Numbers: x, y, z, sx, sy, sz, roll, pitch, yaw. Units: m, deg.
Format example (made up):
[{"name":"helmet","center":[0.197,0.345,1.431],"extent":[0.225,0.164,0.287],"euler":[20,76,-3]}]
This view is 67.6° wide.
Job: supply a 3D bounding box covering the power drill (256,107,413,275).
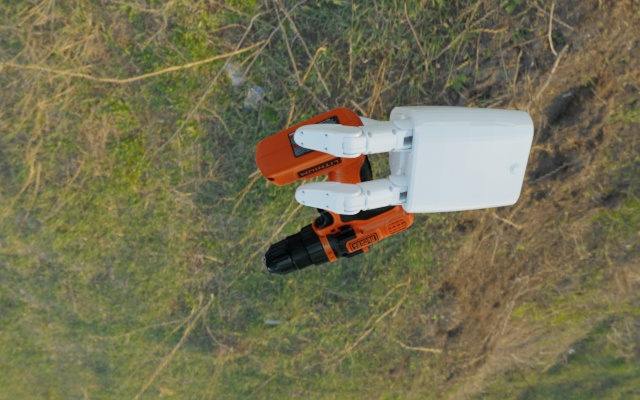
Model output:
[{"name":"power drill","center":[0.000,0.001,0.512],"extent":[0.184,0.057,0.188],"euler":[-24,-39,2]}]
